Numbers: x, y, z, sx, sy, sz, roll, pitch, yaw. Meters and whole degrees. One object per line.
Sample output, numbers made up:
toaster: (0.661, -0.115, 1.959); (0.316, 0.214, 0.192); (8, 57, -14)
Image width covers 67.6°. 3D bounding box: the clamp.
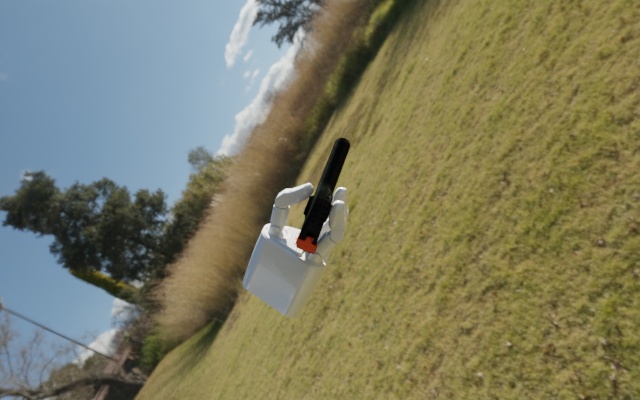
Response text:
clamp: (-0.001, 0.002, 0.701); (0.036, 0.165, 0.210); (21, 23, -2)
